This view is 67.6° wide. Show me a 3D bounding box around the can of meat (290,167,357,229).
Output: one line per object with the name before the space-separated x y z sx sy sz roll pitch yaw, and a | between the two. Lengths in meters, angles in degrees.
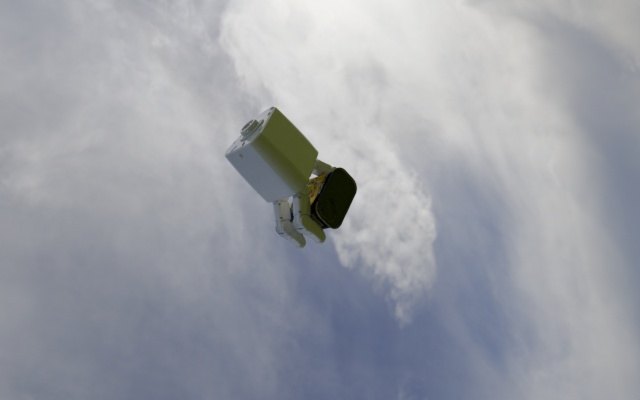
can of meat | 0.000 0.003 0.778 0.084 0.102 0.057 -15 -51 47
